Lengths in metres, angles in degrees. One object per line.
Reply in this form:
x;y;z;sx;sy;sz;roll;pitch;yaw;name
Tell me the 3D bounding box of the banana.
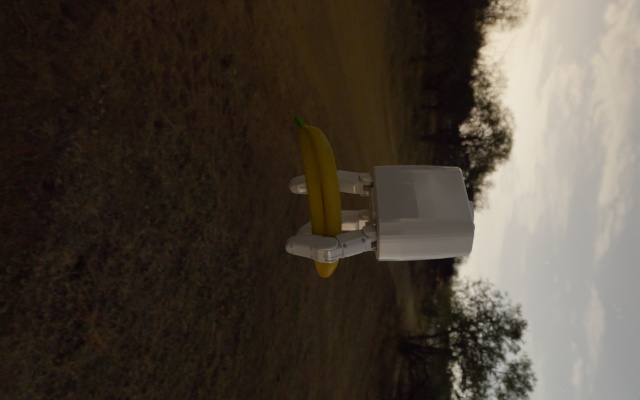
0.002;0.002;0.546;0.037;0.198;0.069;-9;11;-7;banana
